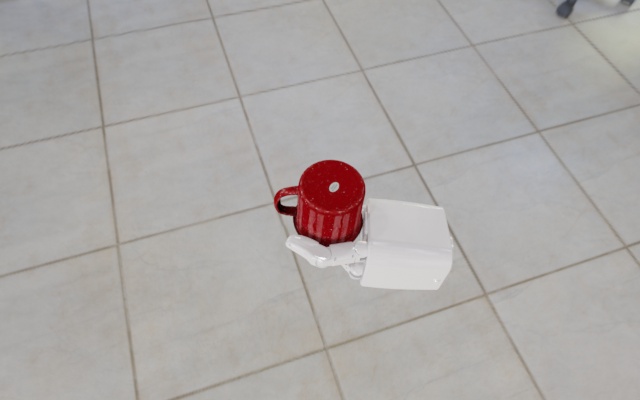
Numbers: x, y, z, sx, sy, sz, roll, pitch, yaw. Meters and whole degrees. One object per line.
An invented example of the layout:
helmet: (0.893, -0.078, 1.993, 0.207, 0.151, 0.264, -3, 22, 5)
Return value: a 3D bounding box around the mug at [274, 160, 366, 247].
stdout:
mug: (-0.001, 0.002, 0.598, 0.117, 0.093, 0.082, 5, -33, 0)
